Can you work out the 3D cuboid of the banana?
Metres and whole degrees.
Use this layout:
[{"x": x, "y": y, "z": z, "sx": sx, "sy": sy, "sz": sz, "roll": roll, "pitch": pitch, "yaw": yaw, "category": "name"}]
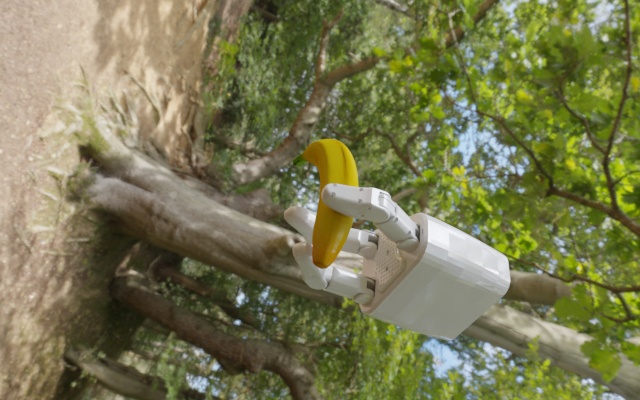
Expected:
[{"x": 0.009, "y": -0.014, "z": 0.474, "sx": 0.037, "sy": 0.070, "sz": 0.197, "roll": 25, "pitch": 25, "yaw": -21, "category": "banana"}]
